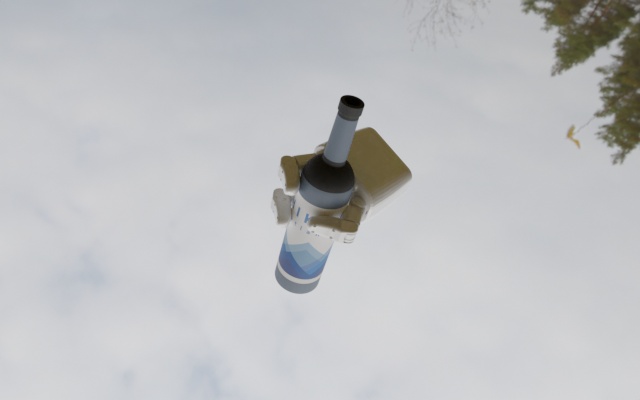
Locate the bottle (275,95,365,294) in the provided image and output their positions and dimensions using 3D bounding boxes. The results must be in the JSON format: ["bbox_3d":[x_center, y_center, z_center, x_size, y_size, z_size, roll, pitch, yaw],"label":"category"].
[{"bbox_3d":[0.000,0.002,0.604,0.069,0.296,0.069,10,40,-9],"label":"bottle"}]
